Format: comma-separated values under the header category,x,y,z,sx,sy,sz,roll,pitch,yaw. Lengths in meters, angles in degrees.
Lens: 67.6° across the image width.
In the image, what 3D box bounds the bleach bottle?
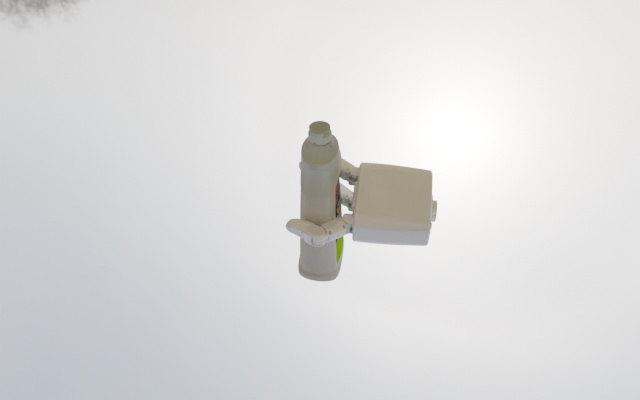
category,x,y,z,sx,sy,sz,roll,pitch,yaw
bleach bottle,0.000,0.002,0.689,0.068,0.251,0.102,6,45,8
